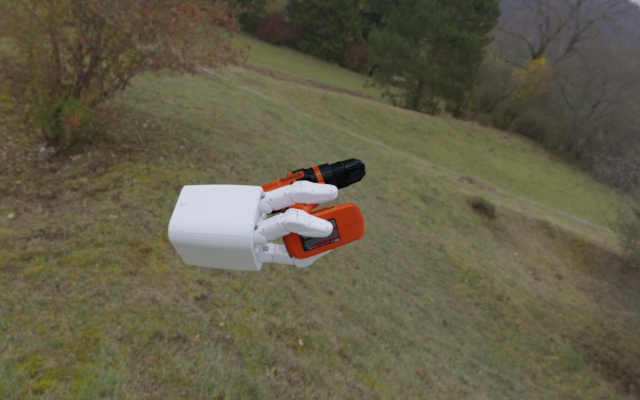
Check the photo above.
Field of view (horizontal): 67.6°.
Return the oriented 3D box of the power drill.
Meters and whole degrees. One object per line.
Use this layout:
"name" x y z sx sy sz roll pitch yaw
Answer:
"power drill" 0.000 0.002 0.687 0.184 0.057 0.187 -20 25 -5
